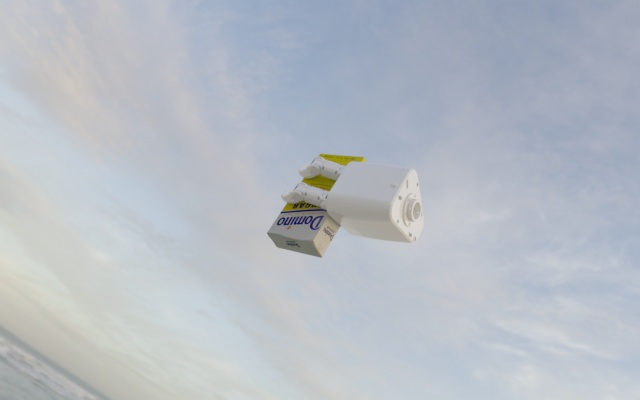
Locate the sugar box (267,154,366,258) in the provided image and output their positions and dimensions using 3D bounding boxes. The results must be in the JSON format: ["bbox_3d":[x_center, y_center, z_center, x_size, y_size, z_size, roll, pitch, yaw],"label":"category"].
[{"bbox_3d":[0.000,0.002,0.756,0.093,0.176,0.048,7,-39,37],"label":"sugar box"}]
